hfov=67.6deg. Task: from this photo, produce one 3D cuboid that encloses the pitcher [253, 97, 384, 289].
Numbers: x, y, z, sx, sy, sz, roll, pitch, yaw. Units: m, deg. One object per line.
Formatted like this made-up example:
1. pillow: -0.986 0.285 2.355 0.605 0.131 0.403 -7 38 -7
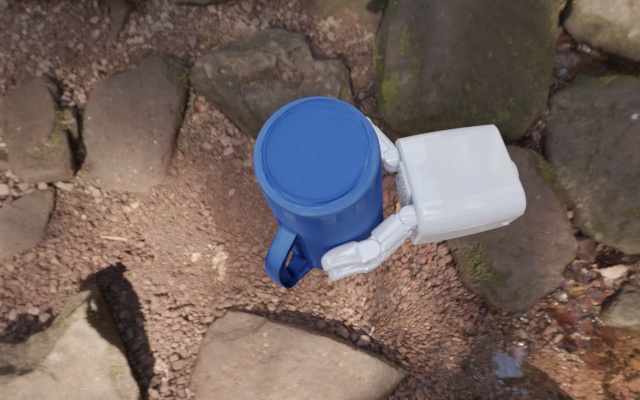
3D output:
1. pitcher: 0.000 0.002 0.503 0.145 0.149 0.243 -11 -16 2
